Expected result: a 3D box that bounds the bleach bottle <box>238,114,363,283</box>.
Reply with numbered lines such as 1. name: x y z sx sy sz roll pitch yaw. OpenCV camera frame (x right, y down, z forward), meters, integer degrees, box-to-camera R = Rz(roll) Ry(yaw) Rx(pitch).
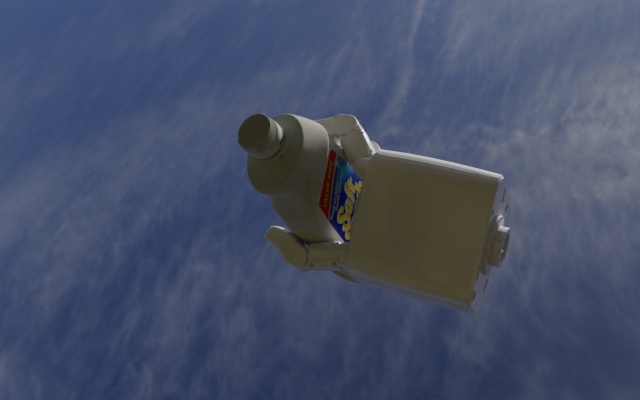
1. bleach bottle: 0.000 0.001 0.451 0.068 0.102 0.251 15 -14 30
